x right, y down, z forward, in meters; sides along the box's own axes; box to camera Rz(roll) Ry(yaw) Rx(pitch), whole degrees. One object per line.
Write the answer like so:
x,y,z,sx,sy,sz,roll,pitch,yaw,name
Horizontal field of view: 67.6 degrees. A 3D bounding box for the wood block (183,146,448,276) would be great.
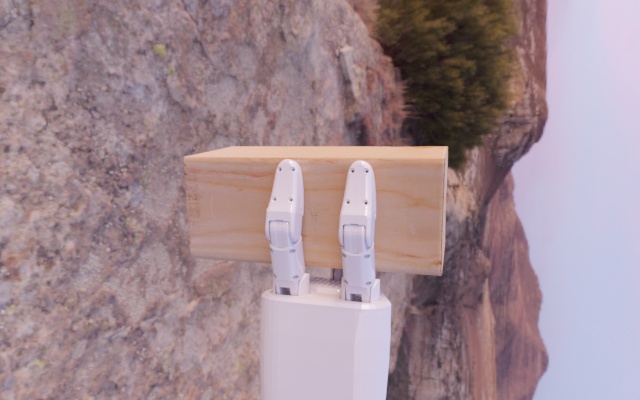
0.000,0.002,0.407,0.206,0.090,0.091,2,11,16,wood block
